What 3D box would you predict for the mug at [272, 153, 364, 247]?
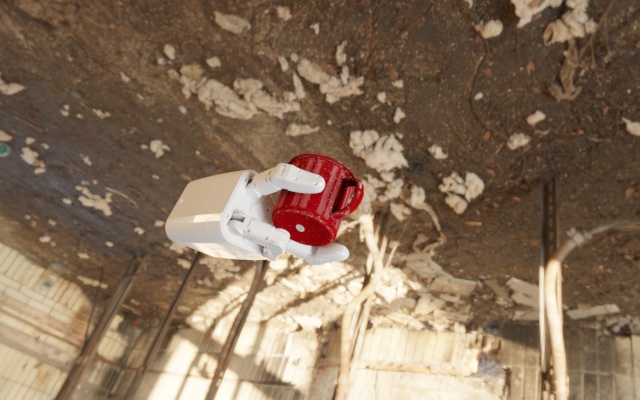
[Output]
[{"bbox_3d":[0.001,0.002,0.577,0.117,0.081,0.093,-6,-40,35],"label":"mug"}]
